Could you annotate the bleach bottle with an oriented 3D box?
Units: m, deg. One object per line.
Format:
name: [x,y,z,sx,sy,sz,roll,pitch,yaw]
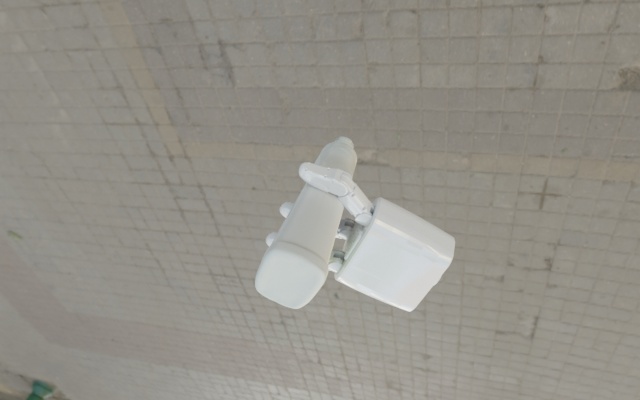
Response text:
bleach bottle: [0.000,0.002,0.582,0.068,0.250,0.103,26,-42,-3]
